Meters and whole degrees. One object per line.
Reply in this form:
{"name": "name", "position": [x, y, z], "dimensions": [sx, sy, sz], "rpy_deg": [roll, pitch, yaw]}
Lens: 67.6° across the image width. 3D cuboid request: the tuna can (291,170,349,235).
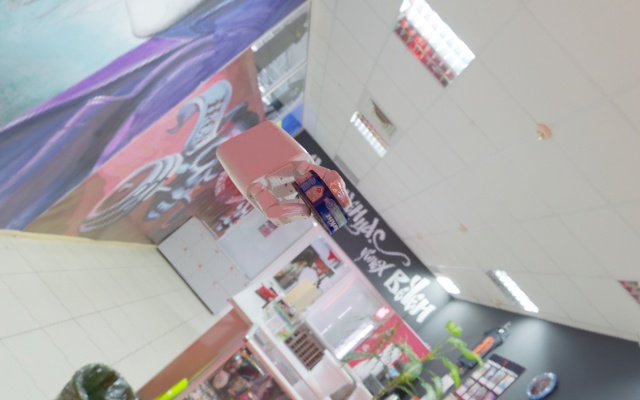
{"name": "tuna can", "position": [0.001, 0.002, 0.625], "dimensions": [0.034, 0.086, 0.086], "rpy_deg": [-36, 2, -4]}
